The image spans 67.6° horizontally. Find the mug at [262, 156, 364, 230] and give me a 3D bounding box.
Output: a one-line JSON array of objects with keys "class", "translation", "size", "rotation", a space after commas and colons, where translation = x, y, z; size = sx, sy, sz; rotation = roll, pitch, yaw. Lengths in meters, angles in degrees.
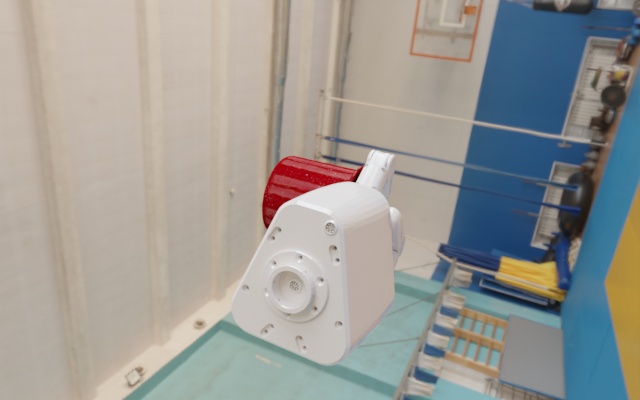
[{"class": "mug", "translation": [0.000, 0.001, 0.481], "size": [0.081, 0.093, 0.117], "rotation": [15, 12, 19]}]
